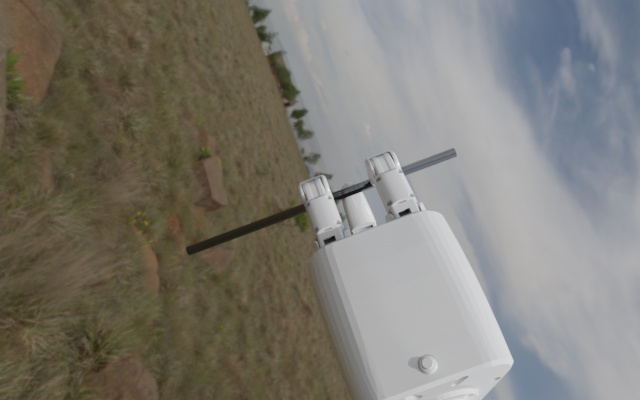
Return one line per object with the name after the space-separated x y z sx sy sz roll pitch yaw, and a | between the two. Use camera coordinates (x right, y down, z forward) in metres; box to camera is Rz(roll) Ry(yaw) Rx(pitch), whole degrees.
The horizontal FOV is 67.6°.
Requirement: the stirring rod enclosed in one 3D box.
0.000 0.001 0.404 0.239 0.011 0.011 -20 -1 1 | stirring rod
